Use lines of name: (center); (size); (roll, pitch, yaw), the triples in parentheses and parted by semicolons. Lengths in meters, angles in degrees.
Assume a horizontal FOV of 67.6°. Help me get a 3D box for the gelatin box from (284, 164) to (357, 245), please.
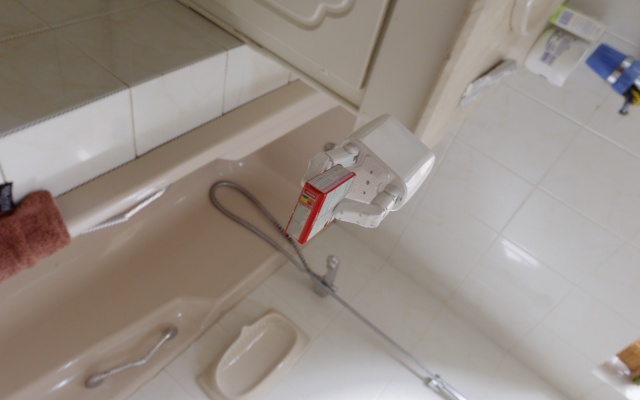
gelatin box: (0.000, 0.002, 0.565); (0.030, 0.073, 0.089); (33, 31, 14)
